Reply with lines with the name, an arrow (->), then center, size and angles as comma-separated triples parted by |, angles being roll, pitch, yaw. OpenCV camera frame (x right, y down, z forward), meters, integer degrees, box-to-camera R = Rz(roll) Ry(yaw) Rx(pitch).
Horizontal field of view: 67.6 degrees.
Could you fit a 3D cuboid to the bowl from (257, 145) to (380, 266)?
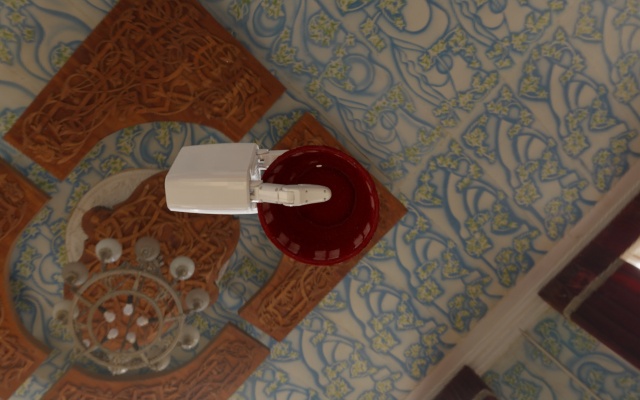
bowl -> 0.001, 0.002, 0.632 | 0.162, 0.162, 0.055 | 0, 16, 12
